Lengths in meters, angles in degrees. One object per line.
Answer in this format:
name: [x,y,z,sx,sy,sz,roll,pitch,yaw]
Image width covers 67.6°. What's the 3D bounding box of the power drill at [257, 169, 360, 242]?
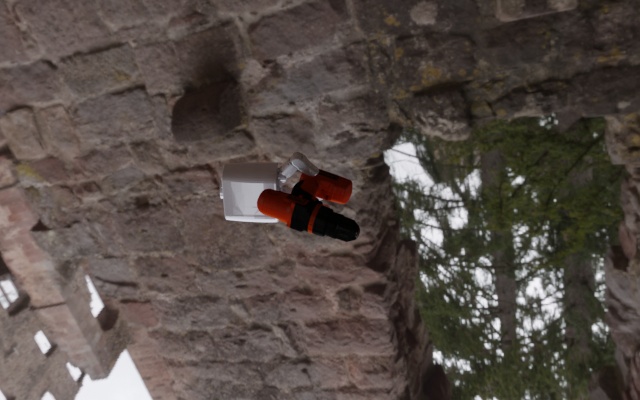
power drill: [0.000,0.003,0.871,0.184,0.057,0.187,21,24,11]
